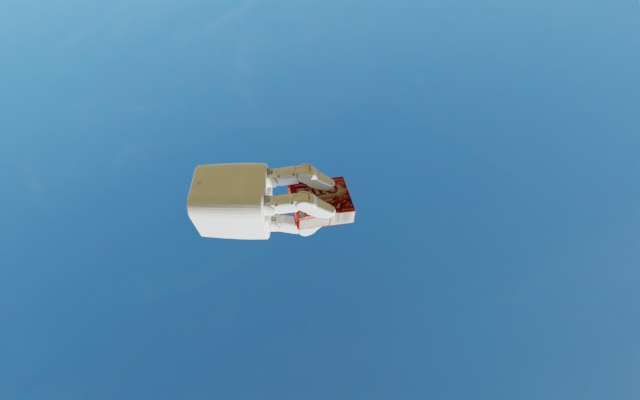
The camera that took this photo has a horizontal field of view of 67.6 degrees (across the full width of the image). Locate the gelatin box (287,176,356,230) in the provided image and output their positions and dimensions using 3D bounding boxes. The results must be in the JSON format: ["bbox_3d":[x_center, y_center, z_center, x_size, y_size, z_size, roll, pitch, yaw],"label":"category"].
[{"bbox_3d":[0.000,0.003,0.715,0.089,0.073,0.030,-7,-41,-12],"label":"gelatin box"}]
